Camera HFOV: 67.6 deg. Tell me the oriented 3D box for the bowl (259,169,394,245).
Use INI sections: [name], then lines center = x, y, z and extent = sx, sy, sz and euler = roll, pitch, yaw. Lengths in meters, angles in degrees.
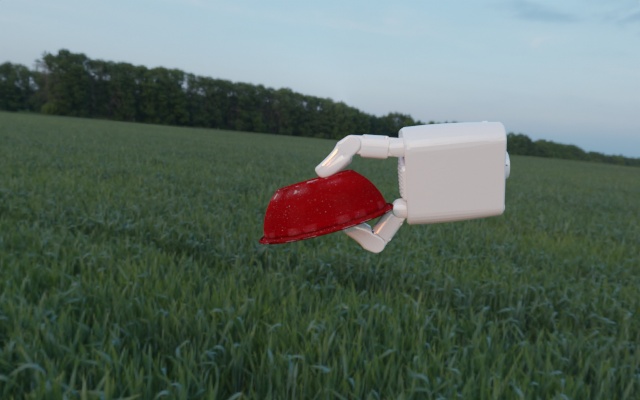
[bowl]
center = -0.001, 0.002, 0.555
extent = 0.162, 0.055, 0.162
euler = -16, 5, 1
